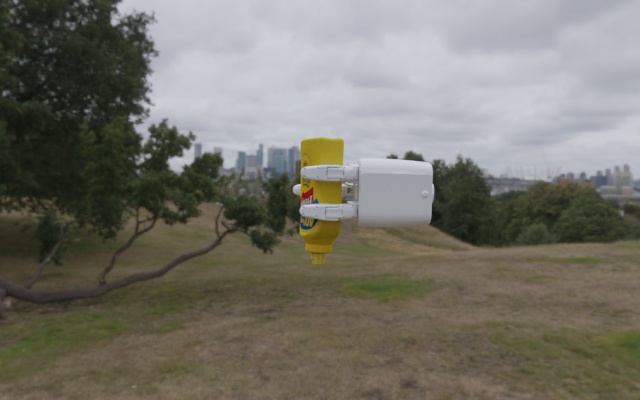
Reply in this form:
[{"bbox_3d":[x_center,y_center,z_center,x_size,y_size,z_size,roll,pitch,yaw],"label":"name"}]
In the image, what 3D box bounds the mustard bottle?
[{"bbox_3d":[0.000,0.002,0.727,0.058,0.191,0.096,0,3,-24],"label":"mustard bottle"}]
